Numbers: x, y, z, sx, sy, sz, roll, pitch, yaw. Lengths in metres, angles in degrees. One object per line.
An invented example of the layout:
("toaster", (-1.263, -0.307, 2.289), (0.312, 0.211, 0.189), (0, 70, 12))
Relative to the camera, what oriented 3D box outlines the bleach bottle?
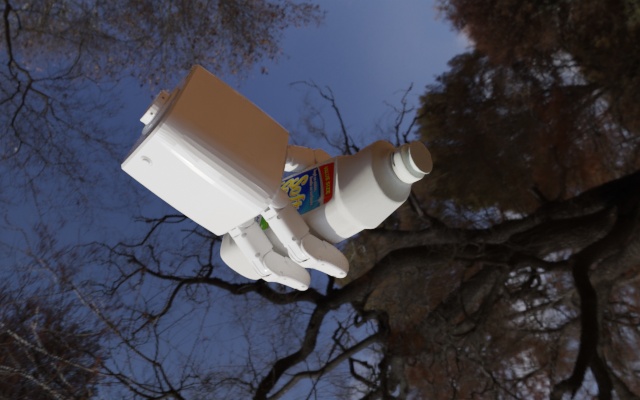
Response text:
("bleach bottle", (0.000, 0.002, 0.464), (0.068, 0.102, 0.251), (38, -41, -24))
